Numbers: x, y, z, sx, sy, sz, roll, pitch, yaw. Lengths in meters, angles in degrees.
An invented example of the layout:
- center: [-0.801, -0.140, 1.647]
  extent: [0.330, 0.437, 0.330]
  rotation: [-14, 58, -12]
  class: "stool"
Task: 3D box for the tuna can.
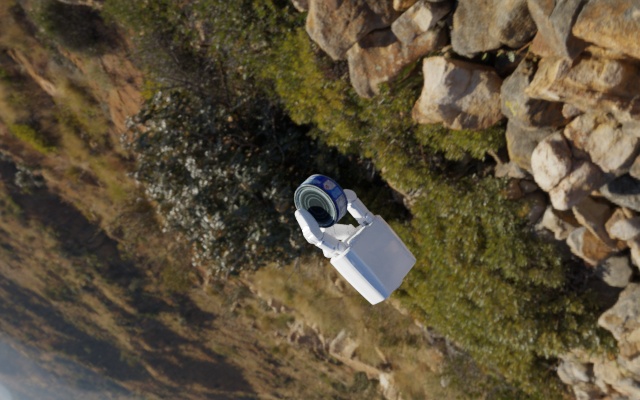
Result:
- center: [0.000, 0.003, 0.780]
  extent: [0.086, 0.086, 0.033]
  rotation: [0, 30, 39]
  class: "tuna can"
